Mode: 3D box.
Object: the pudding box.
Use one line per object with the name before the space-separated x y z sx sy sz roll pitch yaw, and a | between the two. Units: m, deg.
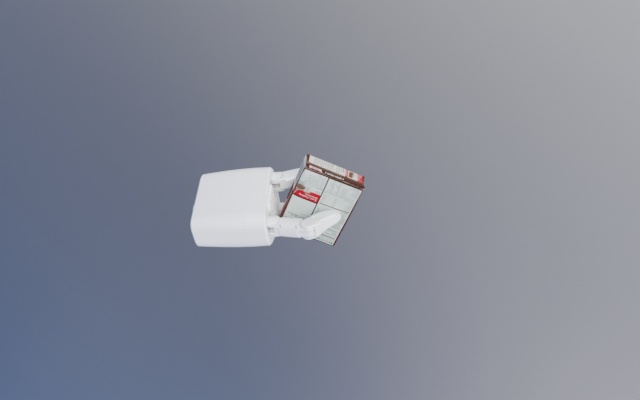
pudding box | 0.000 0.002 0.673 0.090 0.113 0.039 21 35 -9
